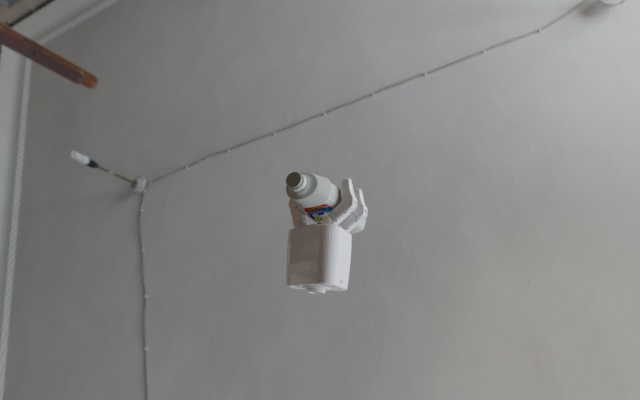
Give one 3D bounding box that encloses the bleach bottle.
[{"bbox_3d":[0.000,0.003,0.896,0.102,0.068,0.251,-4,-19,25],"label":"bleach bottle"}]
